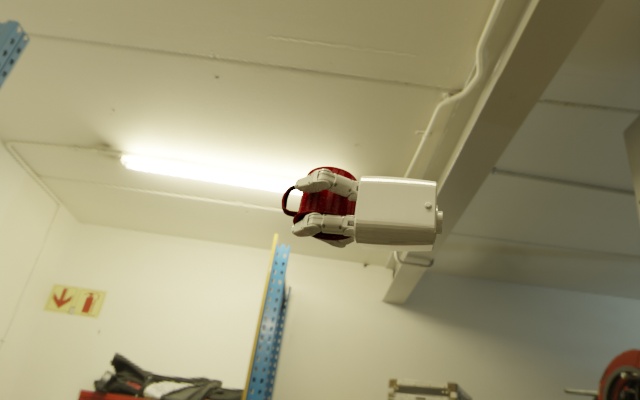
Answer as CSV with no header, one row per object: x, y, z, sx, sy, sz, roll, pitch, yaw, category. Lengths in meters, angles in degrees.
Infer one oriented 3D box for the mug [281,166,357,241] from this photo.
-0.001,0.002,0.711,0.117,0.081,0.093,4,-29,11,mug
